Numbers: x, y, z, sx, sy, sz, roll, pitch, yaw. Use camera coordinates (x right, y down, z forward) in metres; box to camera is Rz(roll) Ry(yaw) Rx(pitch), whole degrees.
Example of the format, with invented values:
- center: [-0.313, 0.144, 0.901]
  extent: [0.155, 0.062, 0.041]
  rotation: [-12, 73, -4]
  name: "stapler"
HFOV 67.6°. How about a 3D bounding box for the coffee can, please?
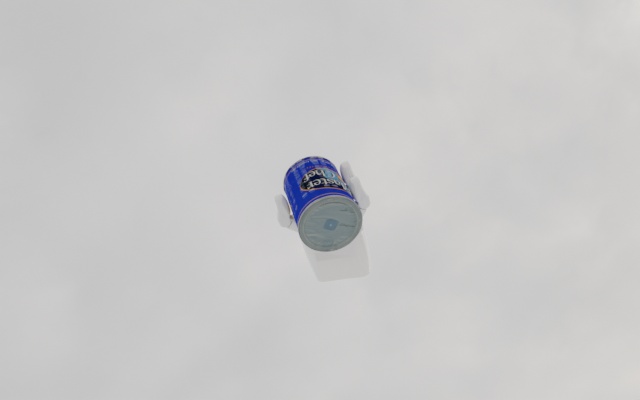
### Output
- center: [0.000, 0.003, 0.791]
  extent: [0.103, 0.103, 0.140]
  rotation: [0, 31, -16]
  name: "coffee can"
